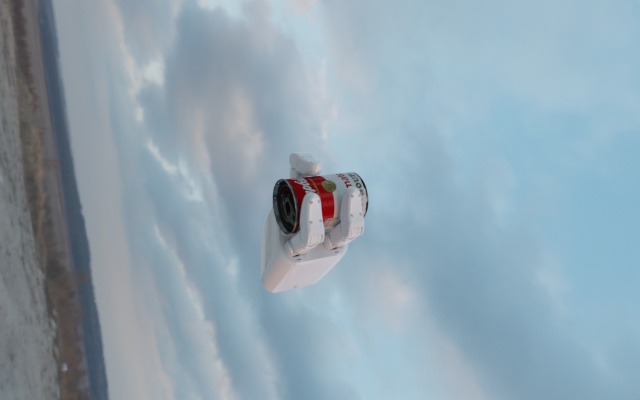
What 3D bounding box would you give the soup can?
[{"bbox_3d":[0.000,0.002,0.597,0.102,0.068,0.068,-8,4,-28],"label":"soup can"}]
